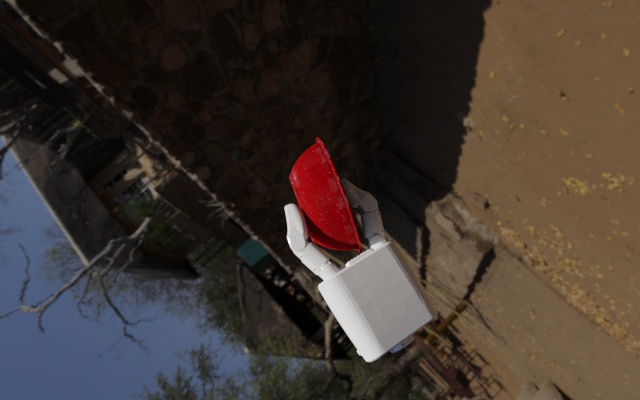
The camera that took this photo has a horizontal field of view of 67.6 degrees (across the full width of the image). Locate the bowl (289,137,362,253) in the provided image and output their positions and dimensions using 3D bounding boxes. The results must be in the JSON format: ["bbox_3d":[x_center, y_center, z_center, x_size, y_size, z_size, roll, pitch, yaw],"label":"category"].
[{"bbox_3d":[-0.001,0.001,0.624,0.055,0.162,0.162,-20,1,-3],"label":"bowl"}]
